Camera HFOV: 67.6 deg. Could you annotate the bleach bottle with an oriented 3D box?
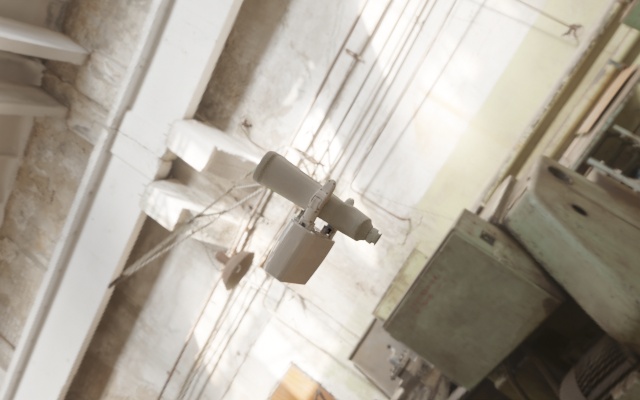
[{"bbox_3d":[0.000,0.003,0.880,0.251,0.068,0.102,34,4,14],"label":"bleach bottle"}]
